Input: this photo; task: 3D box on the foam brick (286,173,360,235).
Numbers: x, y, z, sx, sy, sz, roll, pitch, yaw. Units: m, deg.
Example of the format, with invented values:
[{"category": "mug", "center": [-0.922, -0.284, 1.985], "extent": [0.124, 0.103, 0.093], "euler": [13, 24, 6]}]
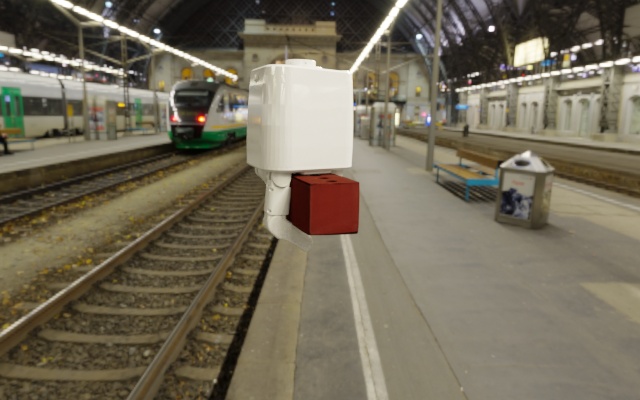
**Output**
[{"category": "foam brick", "center": [0.000, 0.002, 0.486], "extent": [0.053, 0.051, 0.078], "euler": [-1, 11, -22]}]
